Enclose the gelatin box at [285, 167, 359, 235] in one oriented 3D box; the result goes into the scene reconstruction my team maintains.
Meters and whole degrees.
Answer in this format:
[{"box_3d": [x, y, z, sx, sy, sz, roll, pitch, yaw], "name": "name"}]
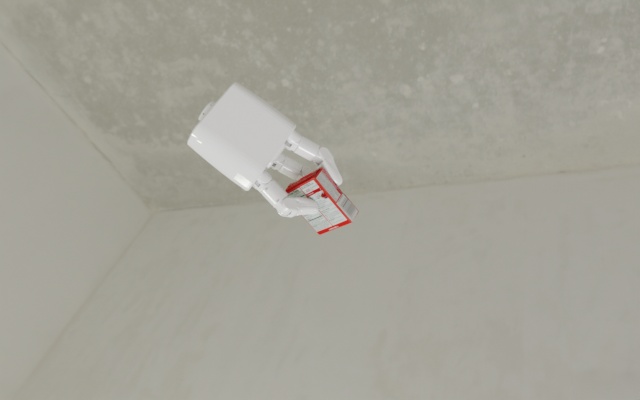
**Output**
[{"box_3d": [0.000, 0.003, 0.693, 0.073, 0.089, 0.030, -25, 21, 45], "name": "gelatin box"}]
